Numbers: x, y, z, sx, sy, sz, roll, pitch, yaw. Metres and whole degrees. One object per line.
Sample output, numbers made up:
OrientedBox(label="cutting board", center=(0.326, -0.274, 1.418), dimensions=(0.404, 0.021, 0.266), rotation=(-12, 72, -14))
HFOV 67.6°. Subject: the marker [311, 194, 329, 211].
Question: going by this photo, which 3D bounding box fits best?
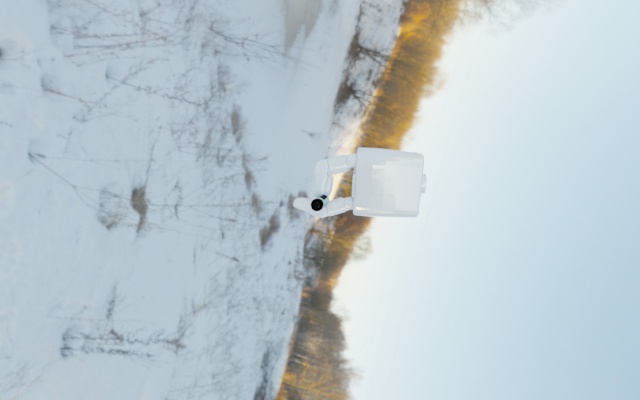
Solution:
OrientedBox(label="marker", center=(0.000, 0.003, 0.759), dimensions=(0.020, 0.020, 0.121), rotation=(0, 4, 6))
